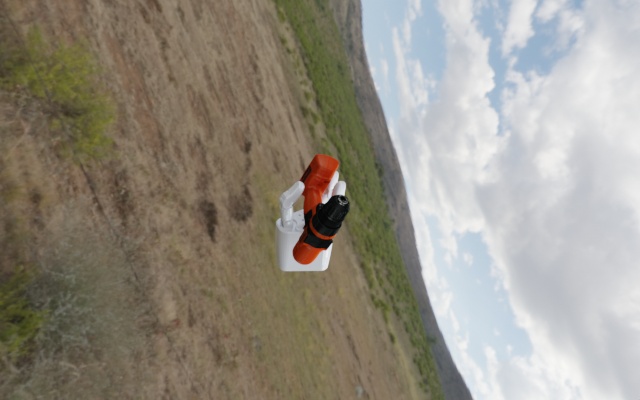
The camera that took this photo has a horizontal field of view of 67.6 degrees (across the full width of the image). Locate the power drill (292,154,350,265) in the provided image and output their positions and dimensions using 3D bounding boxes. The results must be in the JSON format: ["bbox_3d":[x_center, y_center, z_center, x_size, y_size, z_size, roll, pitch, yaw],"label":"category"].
[{"bbox_3d":[0.000,0.003,0.891,0.057,0.187,0.184,19,-45,-18],"label":"power drill"}]
